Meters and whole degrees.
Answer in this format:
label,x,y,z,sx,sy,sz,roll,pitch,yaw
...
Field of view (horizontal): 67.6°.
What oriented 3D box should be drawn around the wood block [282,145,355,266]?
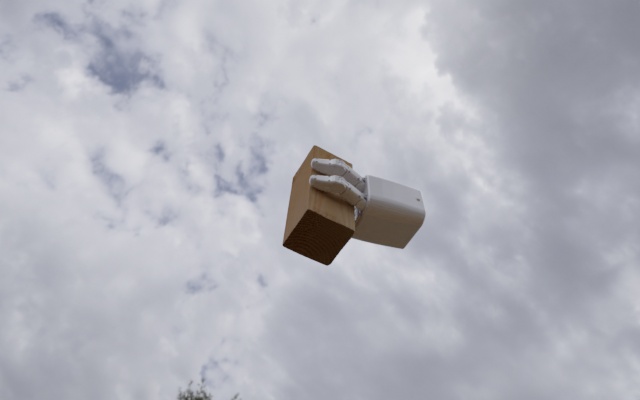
label,x,y,z,sx,sy,sz,roll,pitch,yaw
wood block,0.000,0.003,0.846,0.090,0.091,0.206,25,32,-14
